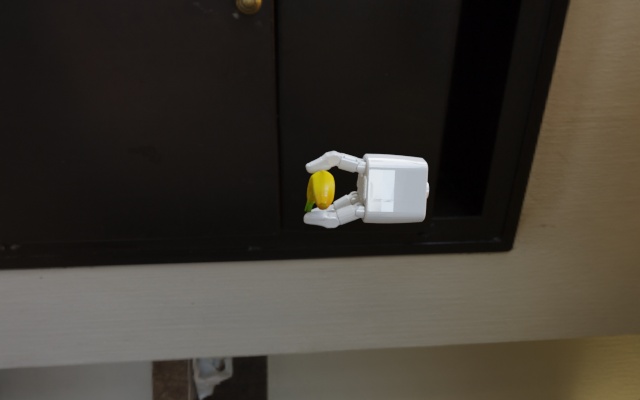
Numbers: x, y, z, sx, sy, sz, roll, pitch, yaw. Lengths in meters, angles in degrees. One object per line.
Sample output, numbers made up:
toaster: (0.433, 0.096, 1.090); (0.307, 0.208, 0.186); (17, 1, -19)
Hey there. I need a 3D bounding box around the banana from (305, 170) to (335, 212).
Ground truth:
banana: (0.001, -0.016, 0.780); (0.037, 0.069, 0.198); (4, -3, -6)
